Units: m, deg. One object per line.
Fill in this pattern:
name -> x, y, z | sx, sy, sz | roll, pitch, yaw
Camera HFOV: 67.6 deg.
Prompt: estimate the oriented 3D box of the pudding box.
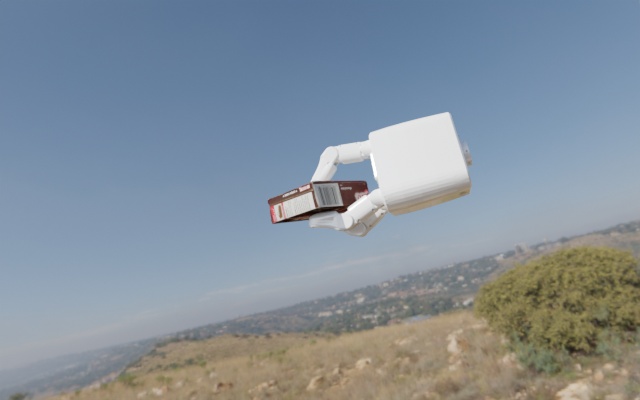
pudding box -> 0.000, 0.002, 0.645 | 0.090, 0.039, 0.113 | -21, -13, 41
